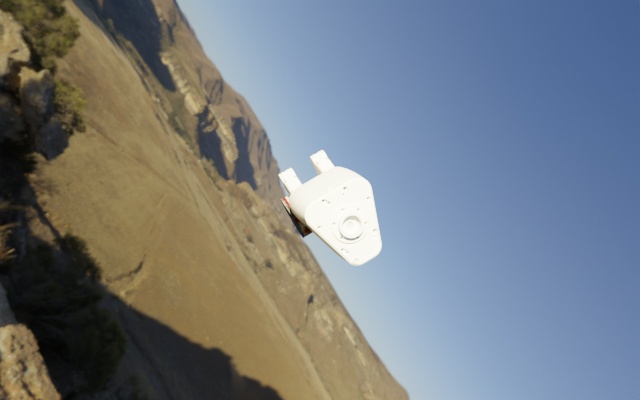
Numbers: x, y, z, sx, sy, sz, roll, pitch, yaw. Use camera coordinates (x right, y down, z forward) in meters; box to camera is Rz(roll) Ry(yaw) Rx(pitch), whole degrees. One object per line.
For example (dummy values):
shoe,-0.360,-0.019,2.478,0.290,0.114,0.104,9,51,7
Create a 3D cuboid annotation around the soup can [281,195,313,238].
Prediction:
soup can,0.000,0.002,0.726,0.102,0.068,0.068,-30,4,-6
